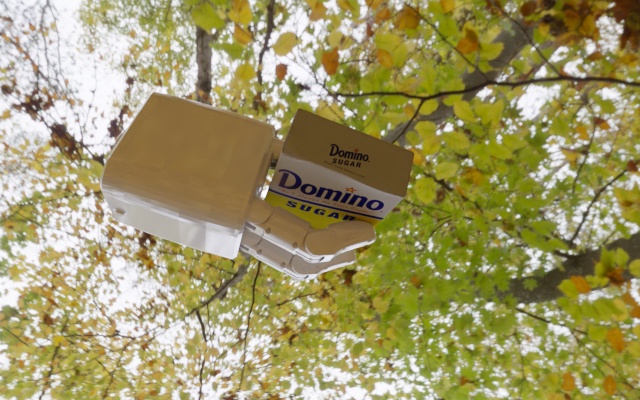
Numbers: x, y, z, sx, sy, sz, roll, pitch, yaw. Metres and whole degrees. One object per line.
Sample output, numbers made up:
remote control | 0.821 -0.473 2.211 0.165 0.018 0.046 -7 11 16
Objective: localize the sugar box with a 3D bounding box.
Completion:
sugar box | 0.000 0.002 0.406 0.093 0.048 0.176 20 -25 -5
